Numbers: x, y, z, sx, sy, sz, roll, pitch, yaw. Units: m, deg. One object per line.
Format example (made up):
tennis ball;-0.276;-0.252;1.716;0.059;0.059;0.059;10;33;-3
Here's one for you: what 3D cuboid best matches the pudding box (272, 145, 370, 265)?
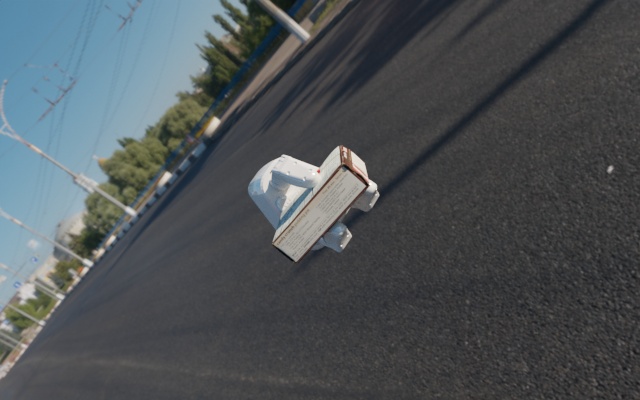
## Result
pudding box;0.000;0.002;0.499;0.039;0.113;0.090;37;15;-11
